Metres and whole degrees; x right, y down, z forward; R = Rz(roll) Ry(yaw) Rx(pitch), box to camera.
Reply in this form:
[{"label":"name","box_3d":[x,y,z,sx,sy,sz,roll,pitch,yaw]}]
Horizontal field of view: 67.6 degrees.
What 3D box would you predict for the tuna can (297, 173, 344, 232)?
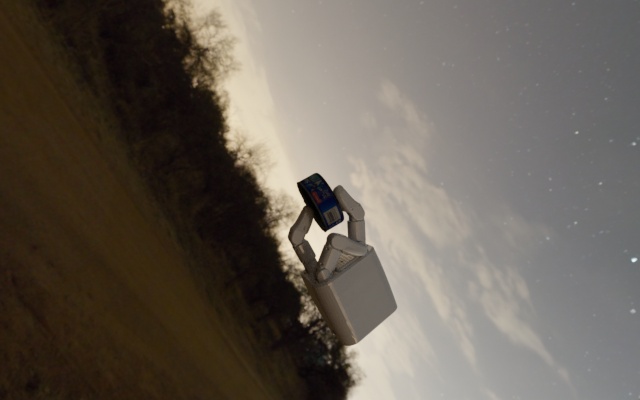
[{"label":"tuna can","box_3d":[0.001,0.002,0.709,0.034,0.086,0.086,-30,5,-9]}]
